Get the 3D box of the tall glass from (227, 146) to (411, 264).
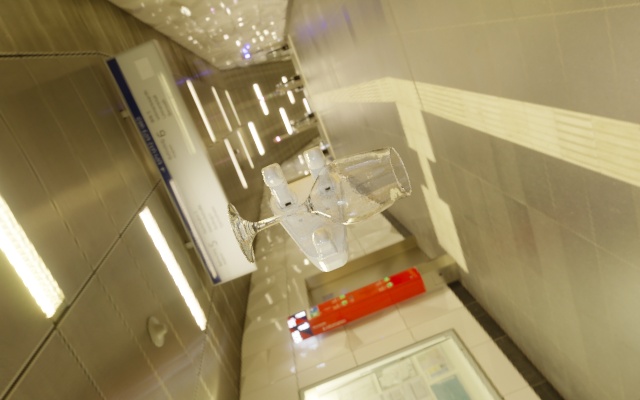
[{"bbox_3d":[-0.001,0.002,0.552,0.201,0.079,0.079,-22,0,-1],"label":"tall glass"}]
